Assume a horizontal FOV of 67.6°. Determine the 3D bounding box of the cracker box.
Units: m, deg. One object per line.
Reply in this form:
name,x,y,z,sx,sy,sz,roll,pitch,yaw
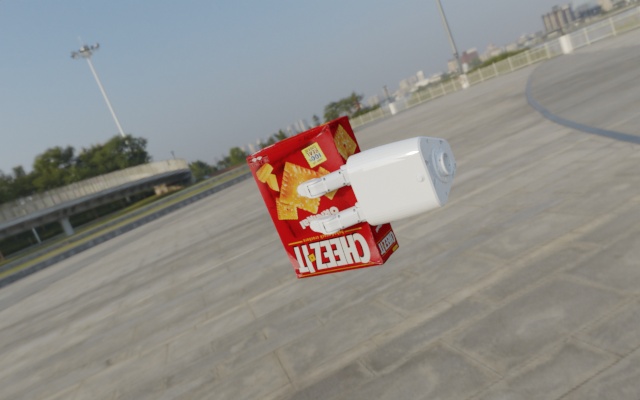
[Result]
cracker box,0.000,0.002,0.720,0.164,0.214,0.072,-16,11,36
